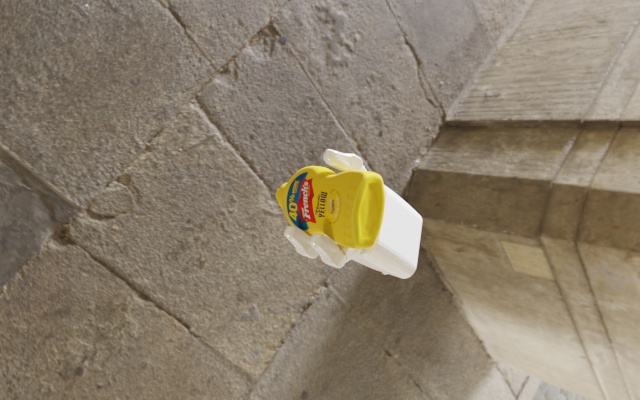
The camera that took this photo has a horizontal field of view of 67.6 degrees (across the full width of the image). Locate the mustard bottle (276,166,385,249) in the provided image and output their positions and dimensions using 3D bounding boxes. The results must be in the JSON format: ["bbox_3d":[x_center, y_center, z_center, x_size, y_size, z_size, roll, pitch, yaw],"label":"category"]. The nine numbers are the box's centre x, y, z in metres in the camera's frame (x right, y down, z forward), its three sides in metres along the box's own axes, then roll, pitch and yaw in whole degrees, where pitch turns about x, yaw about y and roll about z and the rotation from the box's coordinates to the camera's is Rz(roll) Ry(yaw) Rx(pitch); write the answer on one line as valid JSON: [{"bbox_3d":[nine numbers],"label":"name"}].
[{"bbox_3d":[0.000,0.002,0.650,0.058,0.096,0.191,2,6,-40],"label":"mustard bottle"}]
